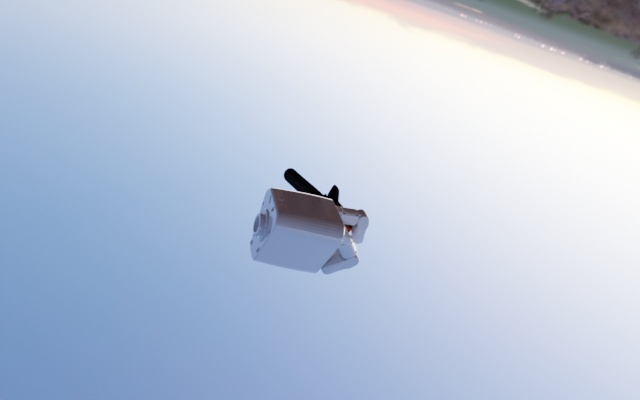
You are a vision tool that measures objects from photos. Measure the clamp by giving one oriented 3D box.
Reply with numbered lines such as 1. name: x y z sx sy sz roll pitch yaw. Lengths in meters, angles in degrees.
1. clamp: 0.000 0.003 0.818 0.120 0.039 0.171 17 23 -25
